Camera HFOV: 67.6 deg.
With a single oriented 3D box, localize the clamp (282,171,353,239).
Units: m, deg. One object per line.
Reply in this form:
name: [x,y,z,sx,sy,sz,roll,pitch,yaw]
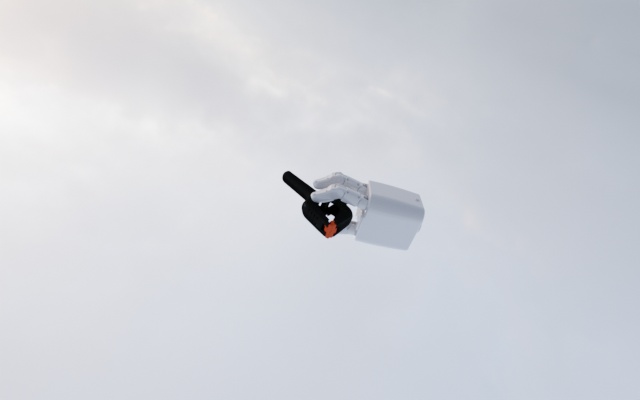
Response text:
clamp: [0.000,0.004,0.894,0.164,0.036,0.210,13,26,-4]
